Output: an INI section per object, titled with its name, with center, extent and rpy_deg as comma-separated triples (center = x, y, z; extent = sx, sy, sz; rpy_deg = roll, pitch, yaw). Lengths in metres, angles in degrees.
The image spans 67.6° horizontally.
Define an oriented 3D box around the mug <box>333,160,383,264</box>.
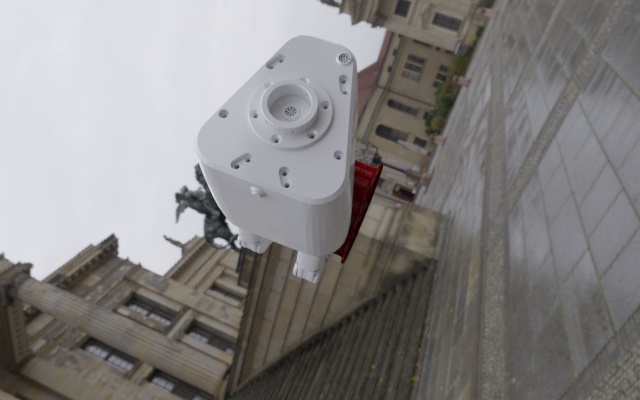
[mug]
center = 0.000, 0.002, 0.430
extent = 0.081, 0.093, 0.117
rpy_deg = 22, -20, 8
